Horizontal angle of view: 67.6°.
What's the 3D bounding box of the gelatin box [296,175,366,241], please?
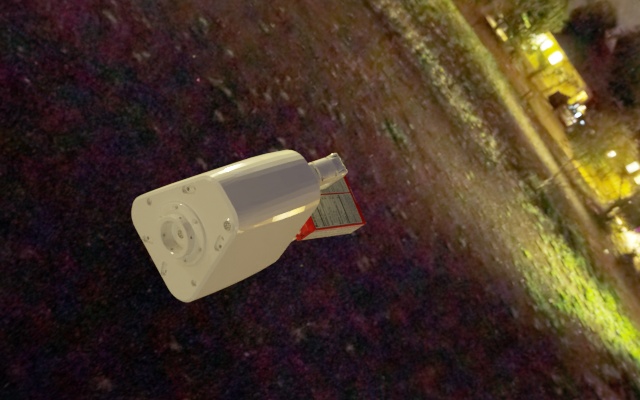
[{"bbox_3d":[0.001,0.001,0.512,0.089,0.073,0.030,-5,-24,-47],"label":"gelatin box"}]
